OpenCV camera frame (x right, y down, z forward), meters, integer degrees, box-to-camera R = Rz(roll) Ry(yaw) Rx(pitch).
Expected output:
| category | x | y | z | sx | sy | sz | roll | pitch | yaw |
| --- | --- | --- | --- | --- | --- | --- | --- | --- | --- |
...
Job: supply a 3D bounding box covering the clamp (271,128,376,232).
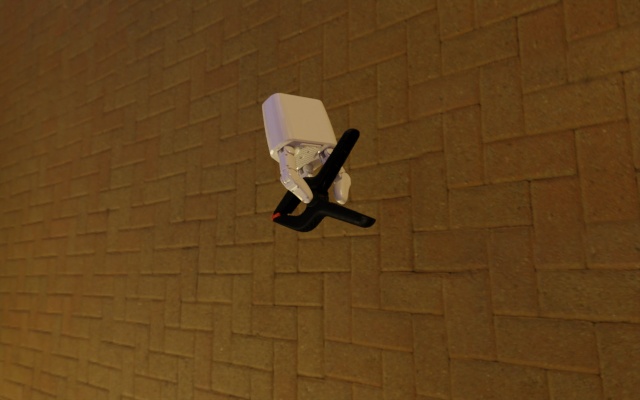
| category | x | y | z | sx | sy | sz | roll | pitch | yaw |
| --- | --- | --- | --- | --- | --- | --- | --- | --- | --- |
| clamp | -0.001 | 0.002 | 0.768 | 0.036 | 0.164 | 0.210 | 18 | -42 | -43 |
